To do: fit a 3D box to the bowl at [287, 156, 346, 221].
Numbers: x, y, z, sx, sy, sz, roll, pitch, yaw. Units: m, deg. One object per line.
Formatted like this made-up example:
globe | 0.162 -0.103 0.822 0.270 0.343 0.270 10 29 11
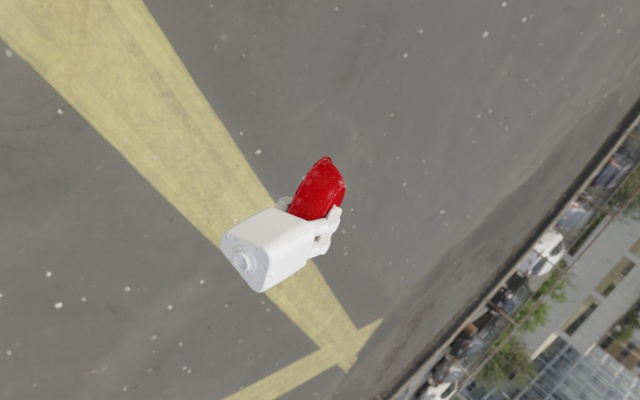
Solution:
bowl | 0.001 0.002 0.873 0.055 0.162 0.162 28 7 14
